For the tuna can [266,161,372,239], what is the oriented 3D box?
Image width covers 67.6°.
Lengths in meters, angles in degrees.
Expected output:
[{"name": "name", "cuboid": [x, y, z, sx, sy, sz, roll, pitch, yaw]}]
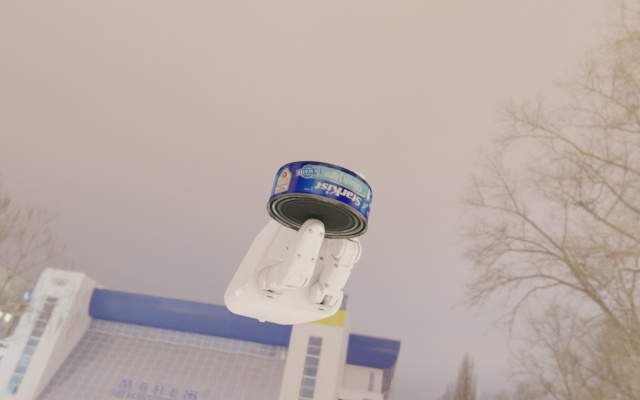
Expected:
[{"name": "tuna can", "cuboid": [0.000, 0.001, 0.401, 0.086, 0.033, 0.086, 11, -23, 5]}]
